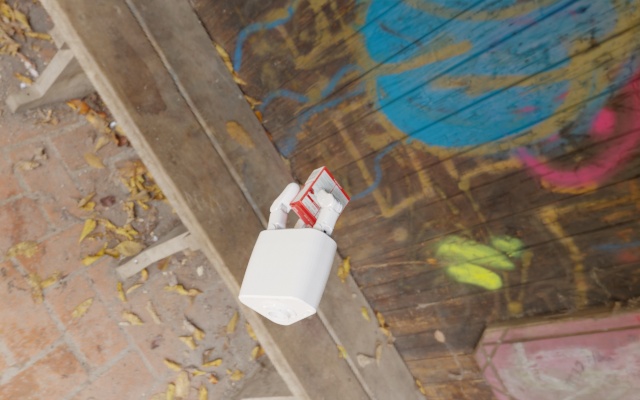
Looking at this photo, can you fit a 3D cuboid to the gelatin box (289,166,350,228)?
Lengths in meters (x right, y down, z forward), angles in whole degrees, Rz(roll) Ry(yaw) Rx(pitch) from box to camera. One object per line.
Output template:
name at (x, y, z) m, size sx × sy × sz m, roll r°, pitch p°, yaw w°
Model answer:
gelatin box at (0.001, 0.002, 0.751) m, size 0.030 × 0.073 × 0.089 m, roll -17°, pitch 31°, yaw 46°
